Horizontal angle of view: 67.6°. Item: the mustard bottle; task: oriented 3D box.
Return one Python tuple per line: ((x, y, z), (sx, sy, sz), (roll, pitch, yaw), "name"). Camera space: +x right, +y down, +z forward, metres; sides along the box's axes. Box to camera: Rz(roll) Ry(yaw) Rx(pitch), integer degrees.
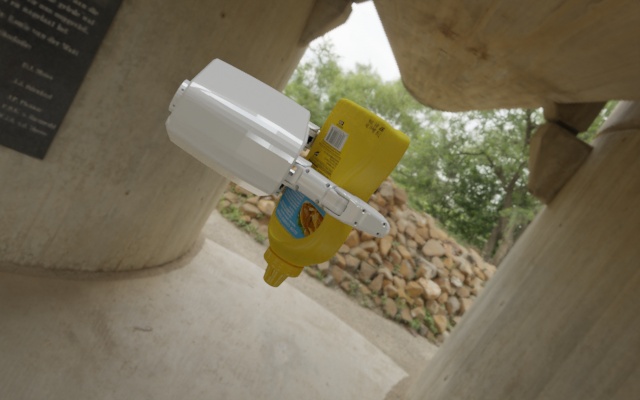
((0.000, 0.001, 0.457), (0.058, 0.191, 0.096), (25, 12, -37), "mustard bottle")
